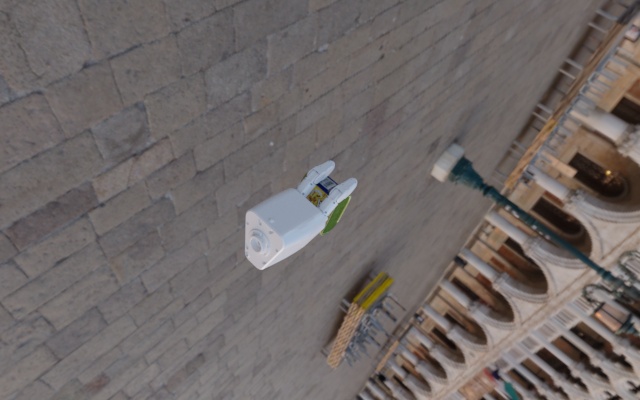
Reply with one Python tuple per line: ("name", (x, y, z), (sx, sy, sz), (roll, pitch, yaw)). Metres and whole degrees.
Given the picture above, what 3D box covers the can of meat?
("can of meat", (0.000, 0.003, 0.899), (0.084, 0.102, 0.057), (40, 37, 20))
